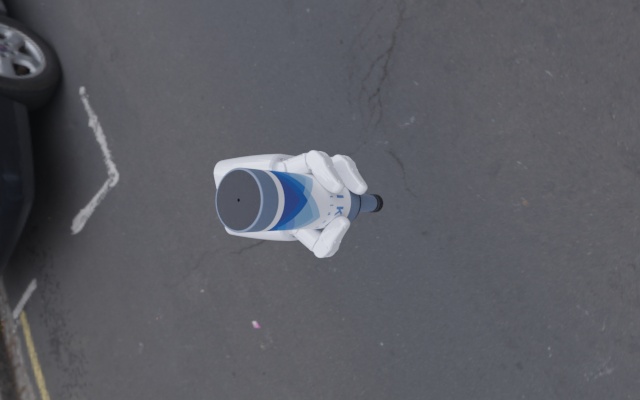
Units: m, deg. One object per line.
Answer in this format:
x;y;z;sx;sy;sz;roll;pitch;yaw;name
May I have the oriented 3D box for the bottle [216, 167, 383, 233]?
0.000;0.002;0.602;0.069;0.069;0.296;0;-1;34;bottle
